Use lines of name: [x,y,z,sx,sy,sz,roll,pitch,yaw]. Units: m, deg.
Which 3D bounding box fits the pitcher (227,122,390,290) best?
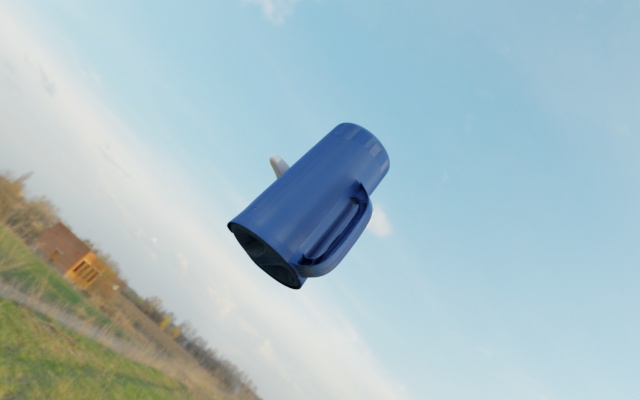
pitcher: [0.000,0.002,0.686,0.149,0.242,0.145,41,-22,4]
